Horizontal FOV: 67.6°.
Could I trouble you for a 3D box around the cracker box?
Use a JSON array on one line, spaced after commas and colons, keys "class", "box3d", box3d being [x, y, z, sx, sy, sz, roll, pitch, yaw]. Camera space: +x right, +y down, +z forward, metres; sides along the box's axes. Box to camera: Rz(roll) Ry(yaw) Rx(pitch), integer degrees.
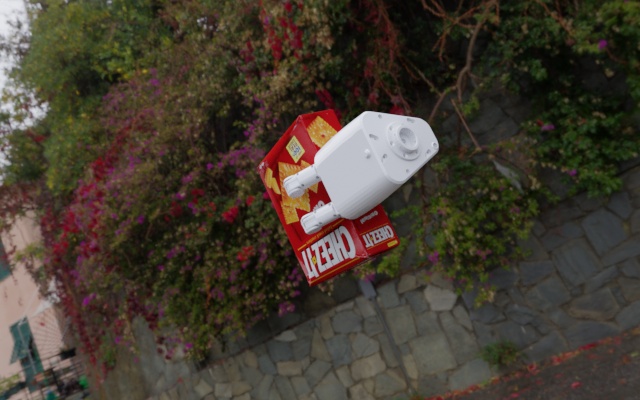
[{"class": "cracker box", "box3d": [0.000, 0.002, 0.701, 0.072, 0.213, 0.164, -18, -12, -35]}]
